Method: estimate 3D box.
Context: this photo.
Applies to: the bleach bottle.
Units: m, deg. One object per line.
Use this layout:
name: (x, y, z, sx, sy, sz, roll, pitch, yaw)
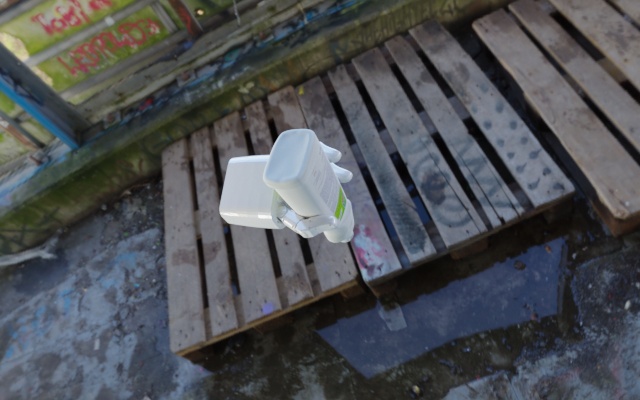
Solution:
bleach bottle: (0.000, 0.002, 0.758, 0.068, 0.102, 0.251, 1, -32, 25)
